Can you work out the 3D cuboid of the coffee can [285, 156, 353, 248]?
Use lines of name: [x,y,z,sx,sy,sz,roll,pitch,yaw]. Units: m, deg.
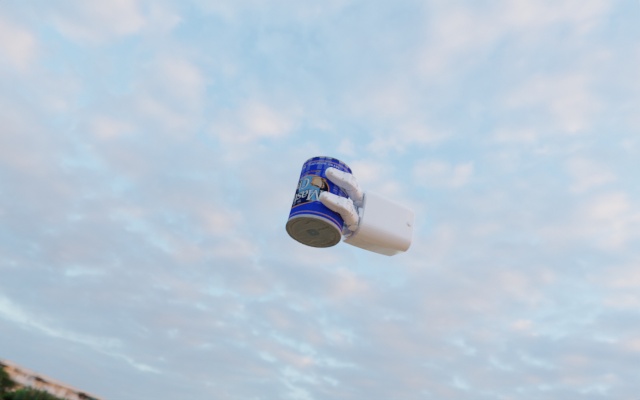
coffee can: [0.000,0.003,0.891,0.103,0.140,0.103,9,-34,6]
